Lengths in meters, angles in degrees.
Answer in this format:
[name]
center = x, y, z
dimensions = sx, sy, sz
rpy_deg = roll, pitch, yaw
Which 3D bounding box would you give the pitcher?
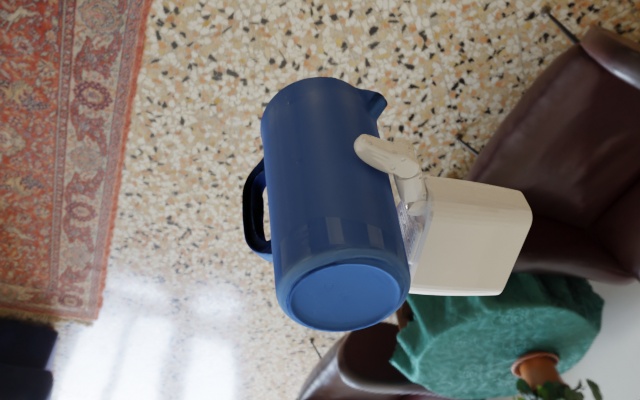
[pitcher]
center = 0.000, 0.001, 0.462
dimensions = 0.145, 0.149, 0.242
rpy_deg = 5, 41, -11
